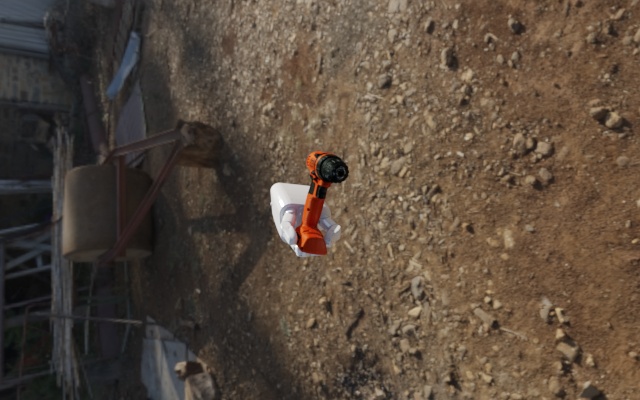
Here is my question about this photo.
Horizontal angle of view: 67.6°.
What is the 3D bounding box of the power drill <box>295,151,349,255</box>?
[{"bbox_3d":[0.000,0.003,0.897,0.057,0.188,0.184,11,8,-13],"label":"power drill"}]
